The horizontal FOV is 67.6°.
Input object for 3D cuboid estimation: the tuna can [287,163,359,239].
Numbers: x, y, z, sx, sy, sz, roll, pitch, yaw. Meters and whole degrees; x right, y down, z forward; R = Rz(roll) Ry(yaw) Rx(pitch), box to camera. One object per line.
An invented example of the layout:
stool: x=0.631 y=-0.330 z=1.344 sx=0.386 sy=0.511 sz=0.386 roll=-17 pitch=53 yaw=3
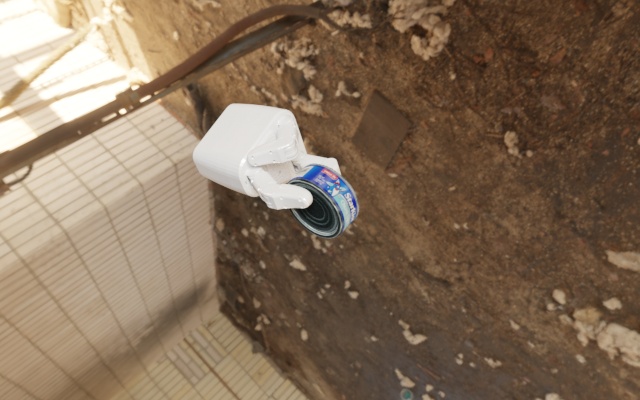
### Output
tuna can: x=0.000 y=0.002 z=0.552 sx=0.086 sy=0.086 sz=0.033 roll=0 pitch=35 yaw=47
